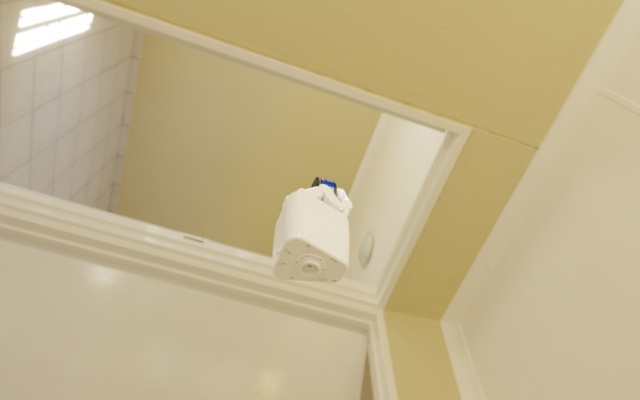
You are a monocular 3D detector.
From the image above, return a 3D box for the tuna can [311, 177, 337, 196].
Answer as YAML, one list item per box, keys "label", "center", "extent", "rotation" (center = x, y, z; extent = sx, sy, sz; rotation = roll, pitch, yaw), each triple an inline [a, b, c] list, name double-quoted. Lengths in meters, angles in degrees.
- label: "tuna can"
  center: [0.001, 0.003, 0.856]
  extent: [0.034, 0.086, 0.086]
  rotation: [13, -3, -13]
